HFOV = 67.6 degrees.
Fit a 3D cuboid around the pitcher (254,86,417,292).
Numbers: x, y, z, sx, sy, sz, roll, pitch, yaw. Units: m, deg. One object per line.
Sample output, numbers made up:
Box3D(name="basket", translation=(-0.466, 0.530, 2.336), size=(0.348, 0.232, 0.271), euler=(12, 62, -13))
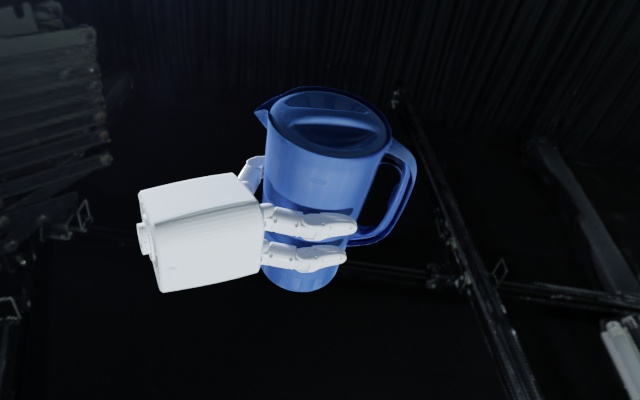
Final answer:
Box3D(name="pitcher", translation=(0.000, 0.002, 0.573), size=(0.145, 0.243, 0.149), euler=(-13, 48, -26))
